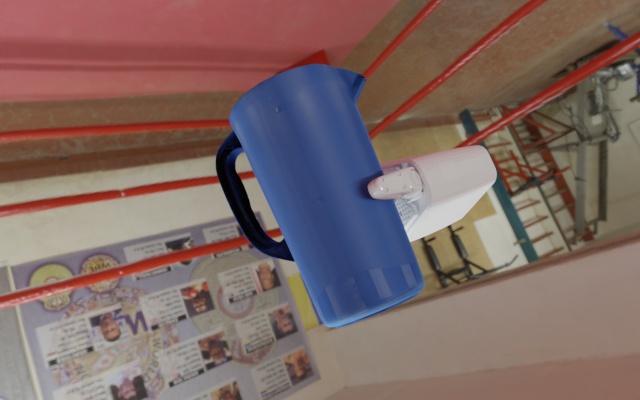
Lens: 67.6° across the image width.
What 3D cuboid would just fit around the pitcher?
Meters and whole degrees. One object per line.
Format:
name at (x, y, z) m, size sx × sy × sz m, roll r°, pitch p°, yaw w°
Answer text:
pitcher at (0.000, 0.002, 0.490) m, size 0.145 × 0.242 × 0.149 m, roll -16°, pitch -12°, yaw -29°
